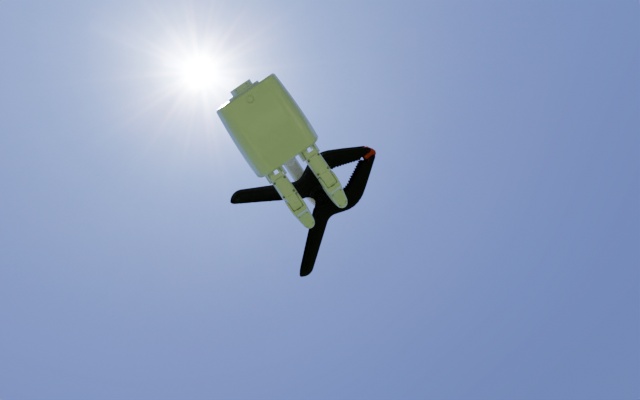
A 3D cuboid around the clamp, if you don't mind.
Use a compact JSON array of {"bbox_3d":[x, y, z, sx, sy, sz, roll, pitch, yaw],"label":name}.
[{"bbox_3d":[0.000,0.002,0.694,0.210,0.164,0.036,-34,18,-2],"label":"clamp"}]
